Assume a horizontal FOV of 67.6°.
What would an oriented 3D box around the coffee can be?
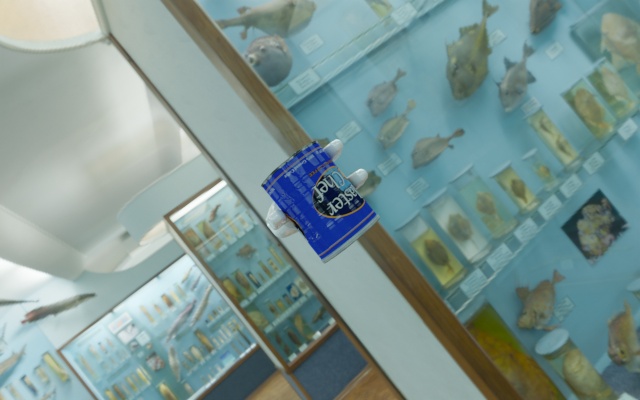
[{"bbox_3d":[0.000,0.002,0.672,0.103,0.140,0.103,-39,-2,-2],"label":"coffee can"}]
